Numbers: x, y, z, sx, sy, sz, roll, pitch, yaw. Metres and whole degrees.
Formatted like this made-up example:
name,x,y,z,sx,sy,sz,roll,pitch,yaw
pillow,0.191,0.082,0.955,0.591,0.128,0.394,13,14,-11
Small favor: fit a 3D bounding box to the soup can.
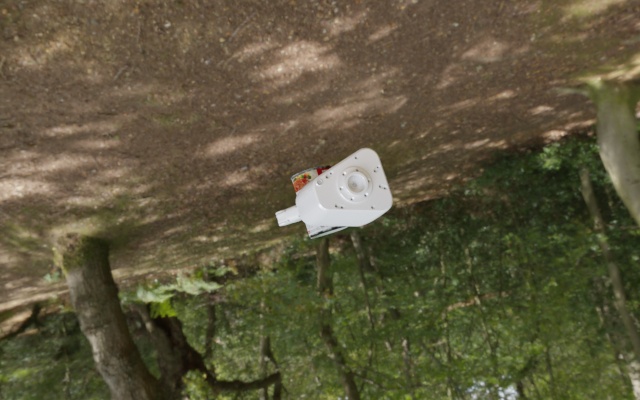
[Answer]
name,x,y,z,sx,sy,sz,roll,pitch,yaw
soup can,0.000,0.003,0.762,0.068,0.102,0.068,-18,-7,-2
